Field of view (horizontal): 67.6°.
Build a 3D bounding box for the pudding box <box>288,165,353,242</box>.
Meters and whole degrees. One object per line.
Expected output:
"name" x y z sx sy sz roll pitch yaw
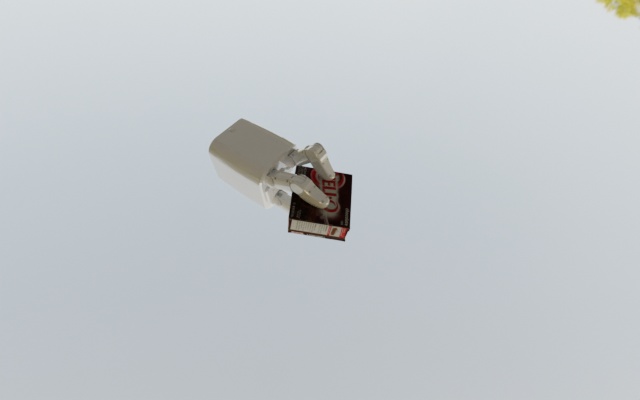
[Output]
"pudding box" 0.000 0.002 0.717 0.090 0.113 0.039 9 -40 -4
